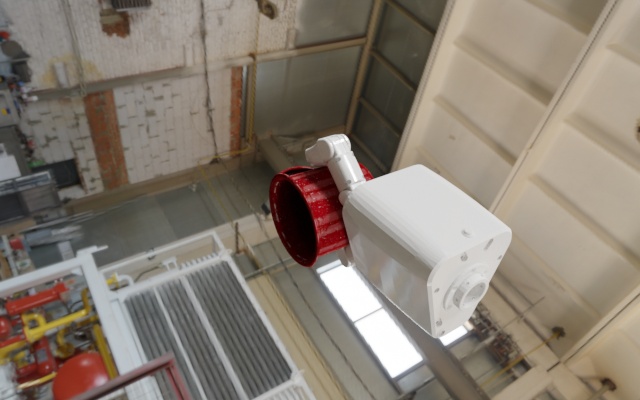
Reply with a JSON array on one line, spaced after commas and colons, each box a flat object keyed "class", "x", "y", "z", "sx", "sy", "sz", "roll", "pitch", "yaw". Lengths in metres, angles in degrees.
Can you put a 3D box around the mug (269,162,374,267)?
[{"class": "mug", "x": -0.001, "y": 0.001, "z": 0.478, "sx": 0.081, "sy": 0.093, "sz": 0.117, "roll": -19, "pitch": 42, "yaw": -27}]
